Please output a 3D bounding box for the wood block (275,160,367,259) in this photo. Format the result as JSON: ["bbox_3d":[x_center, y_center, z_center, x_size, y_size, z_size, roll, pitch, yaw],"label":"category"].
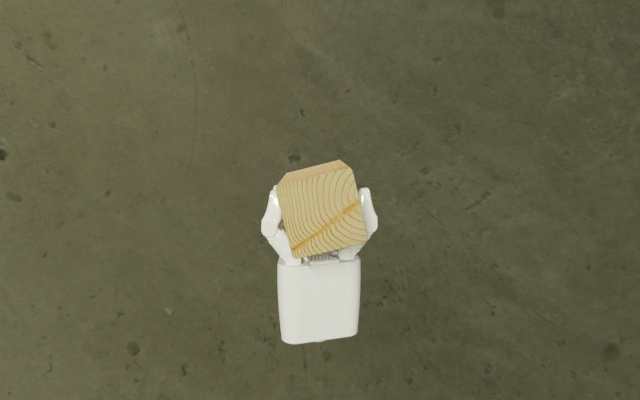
[{"bbox_3d":[0.000,0.002,0.639,0.091,0.090,0.206,-13,8,0],"label":"wood block"}]
